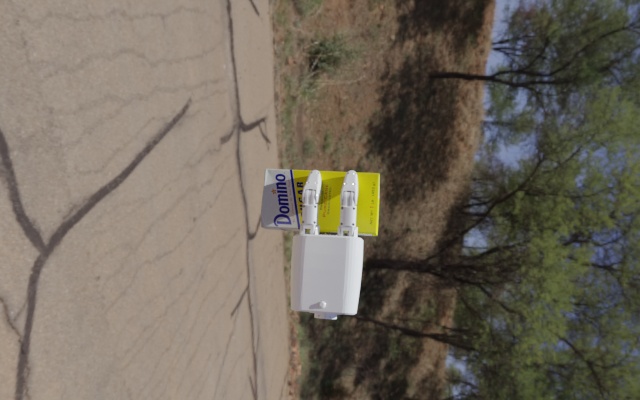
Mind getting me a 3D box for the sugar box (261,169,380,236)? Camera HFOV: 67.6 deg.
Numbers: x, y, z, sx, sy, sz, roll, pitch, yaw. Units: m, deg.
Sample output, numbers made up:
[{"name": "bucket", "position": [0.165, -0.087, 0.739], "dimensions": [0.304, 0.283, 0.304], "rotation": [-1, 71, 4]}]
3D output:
[{"name": "sugar box", "position": [0.000, 0.002, 0.725], "dimensions": [0.176, 0.093, 0.048], "rotation": [2, -8, 7]}]
